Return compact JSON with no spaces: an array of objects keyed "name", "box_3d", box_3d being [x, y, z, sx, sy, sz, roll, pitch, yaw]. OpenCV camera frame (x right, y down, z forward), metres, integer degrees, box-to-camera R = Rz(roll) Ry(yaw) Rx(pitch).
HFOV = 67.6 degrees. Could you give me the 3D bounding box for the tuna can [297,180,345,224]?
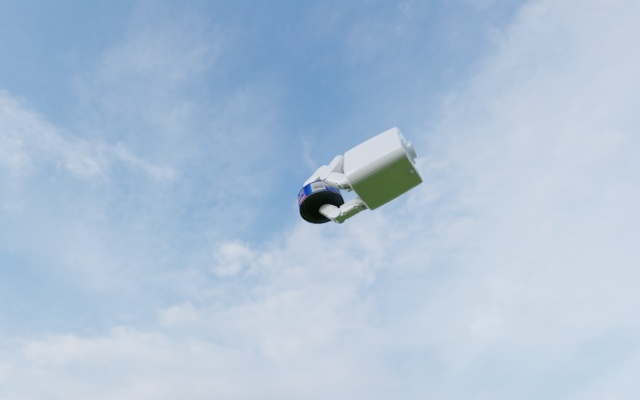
[{"name":"tuna can","box_3d":[0.000,0.003,0.892,0.086,0.086,0.033,0,43,-15]}]
